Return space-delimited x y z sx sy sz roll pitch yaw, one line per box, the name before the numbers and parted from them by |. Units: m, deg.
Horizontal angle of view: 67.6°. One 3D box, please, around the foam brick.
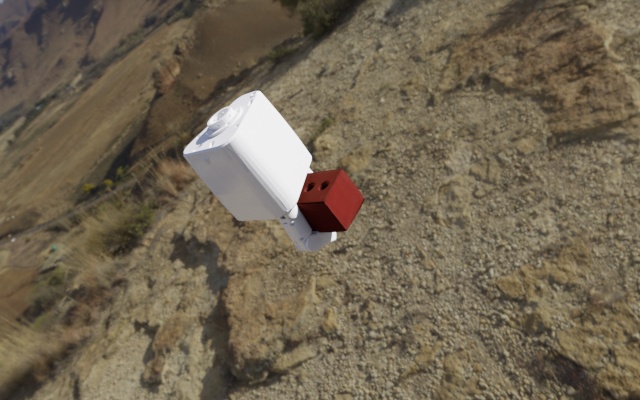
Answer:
foam brick | 0.000 0.002 0.559 0.078 0.053 0.051 -5 -47 42
